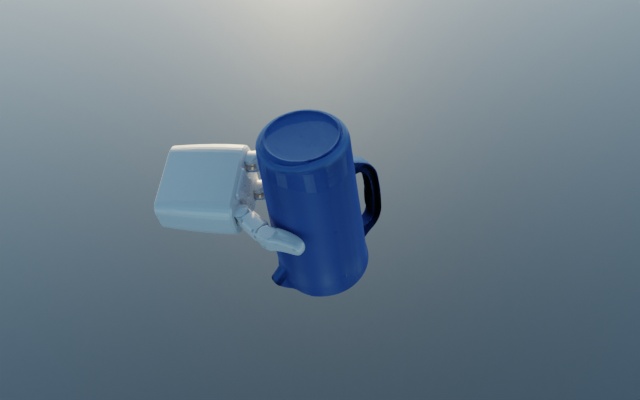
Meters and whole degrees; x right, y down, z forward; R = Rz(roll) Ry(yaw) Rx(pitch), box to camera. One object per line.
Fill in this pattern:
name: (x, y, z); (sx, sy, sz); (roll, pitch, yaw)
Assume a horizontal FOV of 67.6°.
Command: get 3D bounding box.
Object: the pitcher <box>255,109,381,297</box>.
pitcher: (0.000, 0.002, 0.622); (0.145, 0.149, 0.243); (4, -41, 11)
